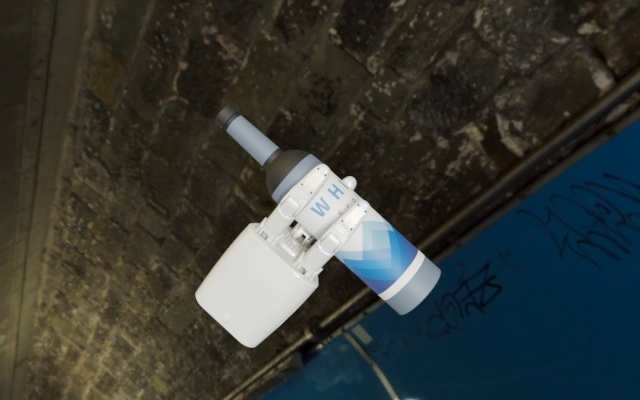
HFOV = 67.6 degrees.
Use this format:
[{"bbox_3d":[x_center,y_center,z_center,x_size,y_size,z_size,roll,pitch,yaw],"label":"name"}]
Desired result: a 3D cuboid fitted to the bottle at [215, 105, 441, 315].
[{"bbox_3d":[0.000,0.002,0.528,0.295,0.069,0.069,42,2,2],"label":"bottle"}]
